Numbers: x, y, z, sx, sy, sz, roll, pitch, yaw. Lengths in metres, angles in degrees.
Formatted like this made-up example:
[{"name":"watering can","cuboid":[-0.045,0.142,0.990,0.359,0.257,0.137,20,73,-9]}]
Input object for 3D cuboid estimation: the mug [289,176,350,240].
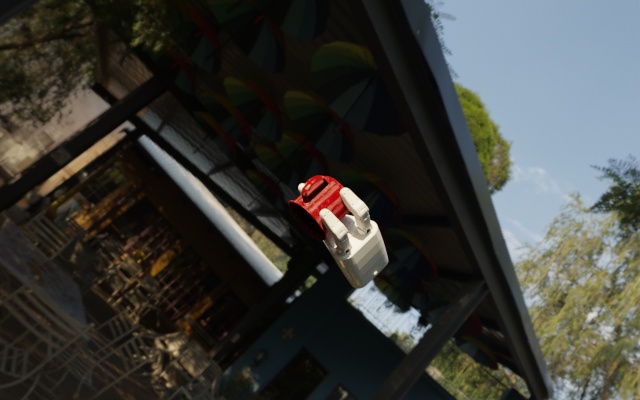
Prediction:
[{"name":"mug","cuboid":[0.000,0.002,0.848,0.081,0.117,0.093,-43,47,-19]}]
